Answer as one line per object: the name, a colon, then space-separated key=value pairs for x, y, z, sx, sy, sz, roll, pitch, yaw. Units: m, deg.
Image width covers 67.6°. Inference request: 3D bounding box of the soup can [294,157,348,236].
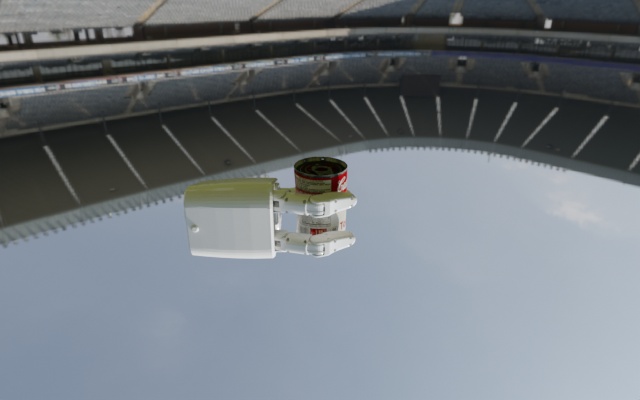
soup can: x=0.001 y=0.002 z=0.621 sx=0.068 sy=0.102 sz=0.068 roll=0 pitch=24 yaw=0
